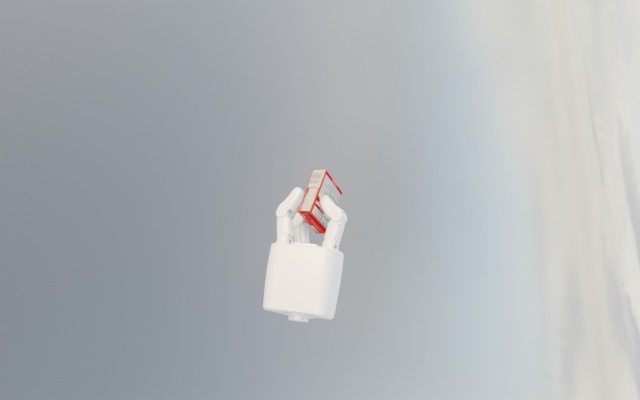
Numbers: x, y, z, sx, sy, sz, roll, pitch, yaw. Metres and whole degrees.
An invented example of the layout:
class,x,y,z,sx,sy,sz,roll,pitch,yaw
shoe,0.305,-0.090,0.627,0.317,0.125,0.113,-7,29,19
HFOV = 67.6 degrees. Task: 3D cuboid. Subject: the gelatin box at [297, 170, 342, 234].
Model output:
class,x,y,z,sx,sy,sz,roll,pitch,yaw
gelatin box,0.001,0.002,0.824,0.030,0.089,0.073,3,-30,32
